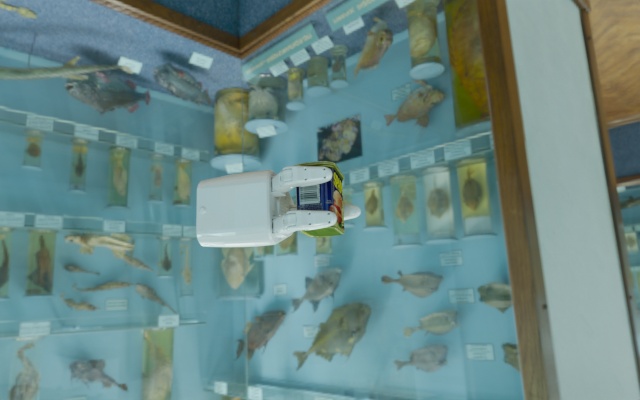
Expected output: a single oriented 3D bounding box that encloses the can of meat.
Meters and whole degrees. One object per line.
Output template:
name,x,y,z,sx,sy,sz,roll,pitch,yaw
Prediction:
can of meat,0.000,0.002,0.636,0.057,0.084,0.102,-4,-12,11
